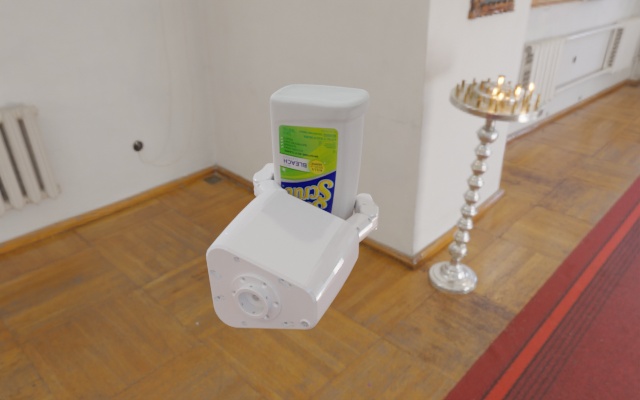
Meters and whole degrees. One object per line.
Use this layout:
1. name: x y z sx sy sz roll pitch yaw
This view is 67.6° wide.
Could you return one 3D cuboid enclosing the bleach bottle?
1. bleach bottle: 0.000 0.002 0.540 0.102 0.251 0.068 10 30 19
